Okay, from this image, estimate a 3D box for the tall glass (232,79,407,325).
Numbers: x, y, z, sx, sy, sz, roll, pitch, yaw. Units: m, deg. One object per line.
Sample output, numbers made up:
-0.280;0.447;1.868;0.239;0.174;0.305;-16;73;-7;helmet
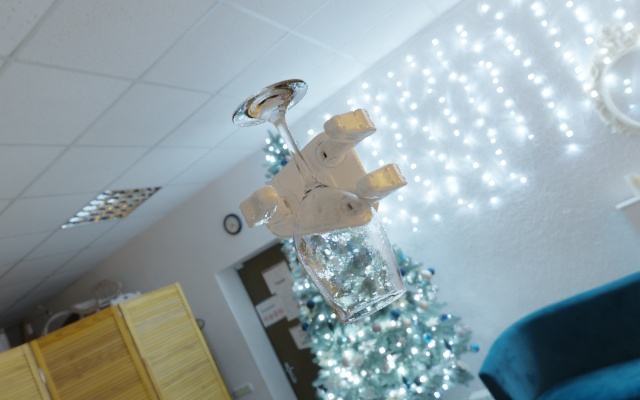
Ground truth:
0.000;0.001;0.412;0.079;0.201;0.079;-26;-8;-4;tall glass
